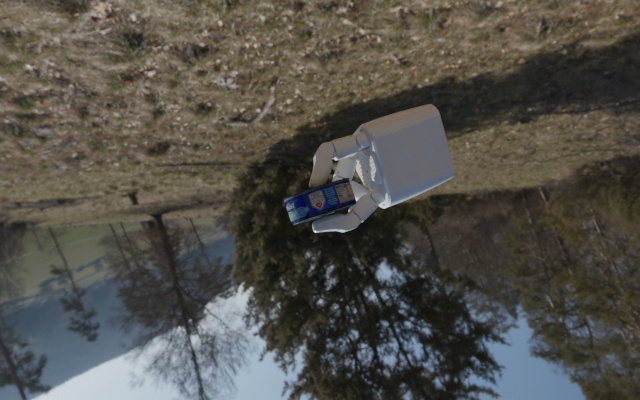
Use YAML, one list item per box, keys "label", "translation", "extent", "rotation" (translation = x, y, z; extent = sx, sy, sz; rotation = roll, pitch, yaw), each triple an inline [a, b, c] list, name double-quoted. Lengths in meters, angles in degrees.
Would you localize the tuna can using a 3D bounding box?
- label: "tuna can"
  translation: [0.000, 0.002, 0.587]
  extent: [0.086, 0.034, 0.086]
  rotation: [-19, -3, -1]
